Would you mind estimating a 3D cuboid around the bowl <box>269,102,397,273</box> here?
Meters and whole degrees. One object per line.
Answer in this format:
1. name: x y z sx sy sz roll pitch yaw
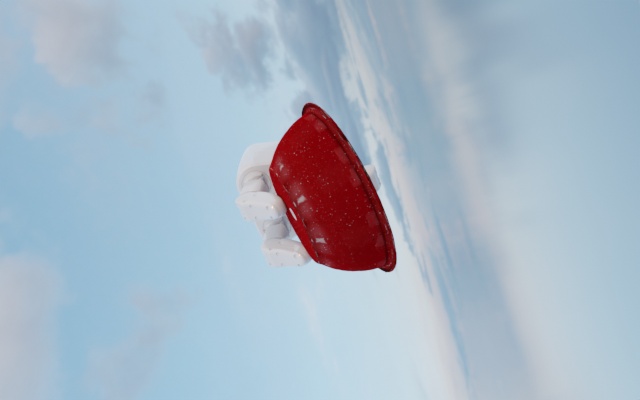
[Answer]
1. bowl: 0.000 0.002 0.410 0.055 0.162 0.162 -27 5 -10
